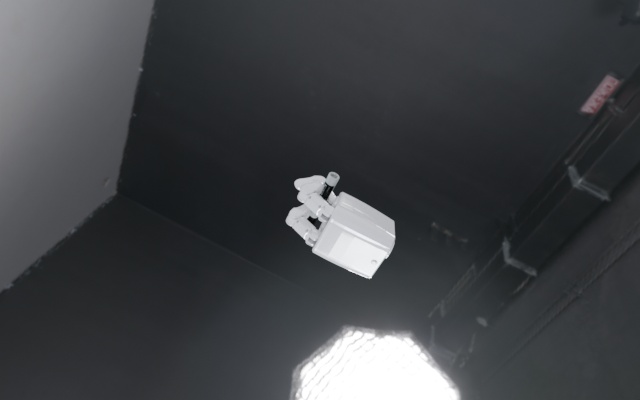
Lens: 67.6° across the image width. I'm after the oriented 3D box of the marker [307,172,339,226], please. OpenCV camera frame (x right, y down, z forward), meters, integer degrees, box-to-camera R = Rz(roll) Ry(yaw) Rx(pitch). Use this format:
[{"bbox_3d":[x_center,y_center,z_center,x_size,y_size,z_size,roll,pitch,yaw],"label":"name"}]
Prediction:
[{"bbox_3d":[0.000,0.003,0.811,0.020,0.121,0.020,17,37,-14],"label":"marker"}]
